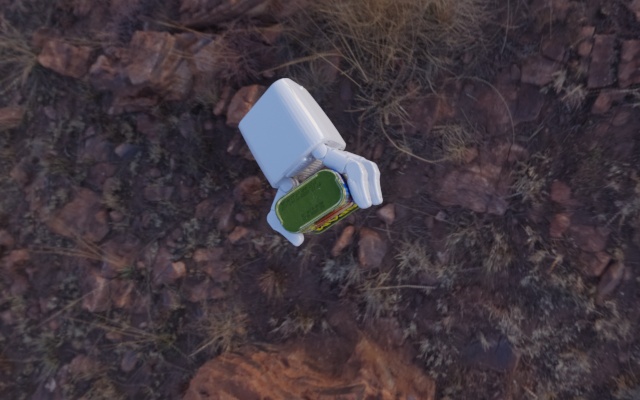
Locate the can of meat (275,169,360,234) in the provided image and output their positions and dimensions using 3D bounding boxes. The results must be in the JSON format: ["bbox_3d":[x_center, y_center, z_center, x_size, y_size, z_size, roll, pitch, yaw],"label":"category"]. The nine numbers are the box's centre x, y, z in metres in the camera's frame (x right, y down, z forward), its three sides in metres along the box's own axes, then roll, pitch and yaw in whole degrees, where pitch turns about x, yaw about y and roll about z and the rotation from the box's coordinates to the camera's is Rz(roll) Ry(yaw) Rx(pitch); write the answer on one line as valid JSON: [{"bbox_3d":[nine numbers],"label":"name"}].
[{"bbox_3d":[0.000,0.002,0.630,0.102,0.057,0.084,-34,-13,18],"label":"can of meat"}]
